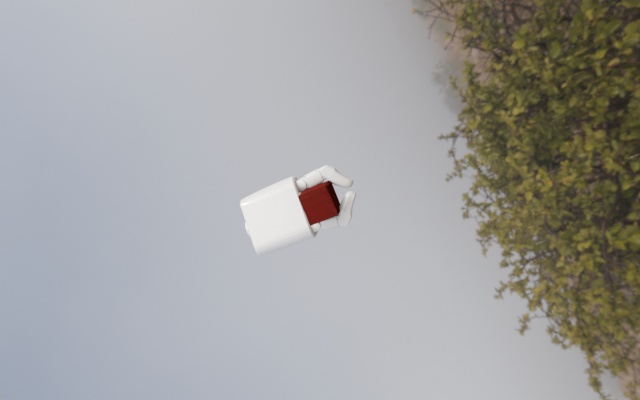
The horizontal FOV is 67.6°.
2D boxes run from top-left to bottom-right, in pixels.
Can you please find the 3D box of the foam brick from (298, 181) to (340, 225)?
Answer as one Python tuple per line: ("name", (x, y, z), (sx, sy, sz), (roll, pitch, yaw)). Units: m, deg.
("foam brick", (0.000, 0.003, 0.793), (0.051, 0.053, 0.078), (-21, 6, 8))
